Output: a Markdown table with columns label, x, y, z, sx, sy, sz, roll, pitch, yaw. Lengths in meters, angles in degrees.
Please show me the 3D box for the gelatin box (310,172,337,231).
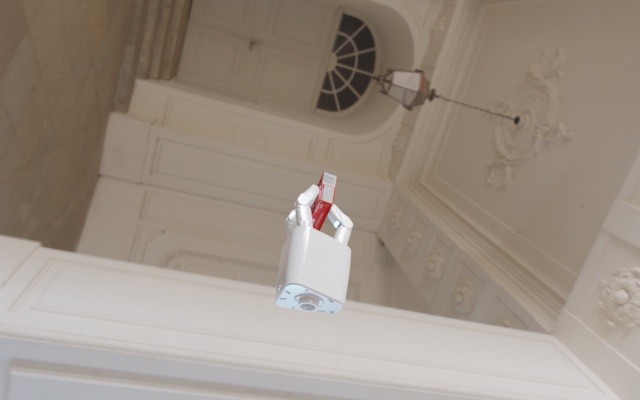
| label | x | y | z | sx | sy | sz | roll | pitch | yaw |
| --- | --- | --- | --- | --- | --- | --- | --- | --- | --- |
| gelatin box | 0.001 | 0.003 | 0.869 | 0.030 | 0.073 | 0.089 | 21 | 38 | -8 |
